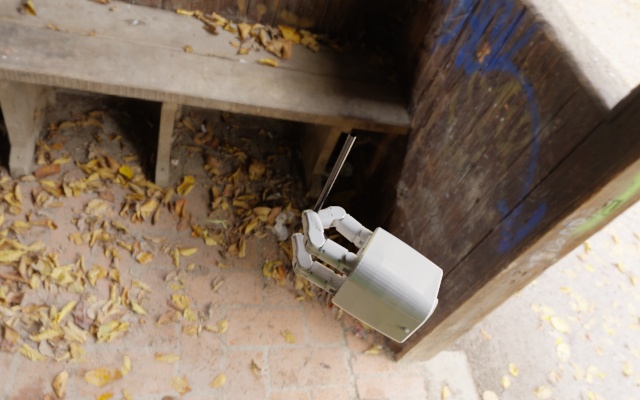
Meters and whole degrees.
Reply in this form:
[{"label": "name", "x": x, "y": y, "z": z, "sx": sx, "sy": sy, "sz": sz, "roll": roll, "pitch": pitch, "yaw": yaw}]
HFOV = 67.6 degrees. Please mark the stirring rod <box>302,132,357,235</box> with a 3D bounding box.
[{"label": "stirring rod", "x": 0.000, "y": 0.002, "z": 0.600, "sx": 0.011, "sy": 0.011, "sz": 0.240, "roll": 0, "pitch": -37, "yaw": -21}]
